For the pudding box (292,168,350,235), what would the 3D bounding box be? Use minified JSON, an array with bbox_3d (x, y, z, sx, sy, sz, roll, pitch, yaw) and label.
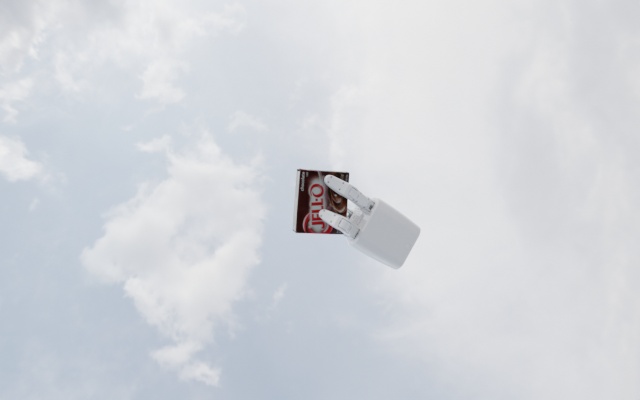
[{"bbox_3d":[0.000,0.003,0.839,0.090,0.113,0.039,2,2,-16],"label":"pudding box"}]
